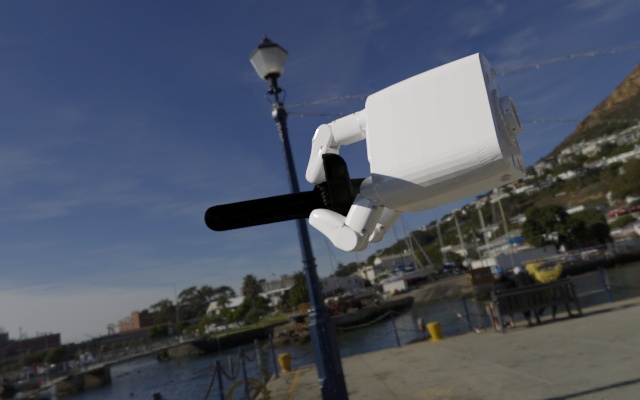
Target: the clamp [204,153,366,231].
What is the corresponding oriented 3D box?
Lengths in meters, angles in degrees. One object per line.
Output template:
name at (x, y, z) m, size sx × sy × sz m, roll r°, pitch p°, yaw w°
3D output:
clamp at (0.000, 0.001, 0.487) m, size 0.164 × 0.036 × 0.210 m, roll -18°, pitch -13°, yaw 30°
